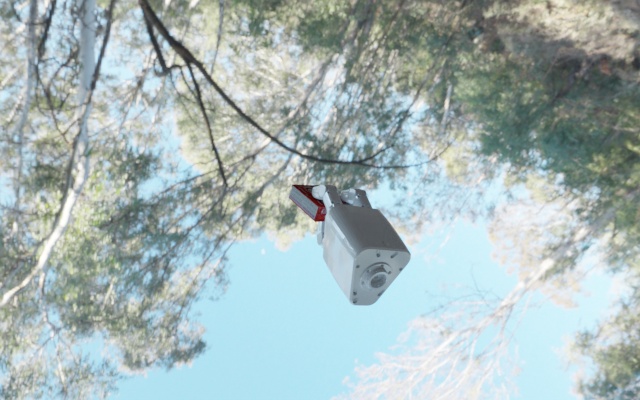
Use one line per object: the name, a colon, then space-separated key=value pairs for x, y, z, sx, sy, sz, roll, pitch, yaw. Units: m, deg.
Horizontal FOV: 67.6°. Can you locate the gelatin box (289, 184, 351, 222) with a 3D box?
gelatin box: x=0.000 y=0.003 z=0.813 sx=0.073 sy=0.030 sz=0.089 roll=0 pitch=27 yaw=-38
